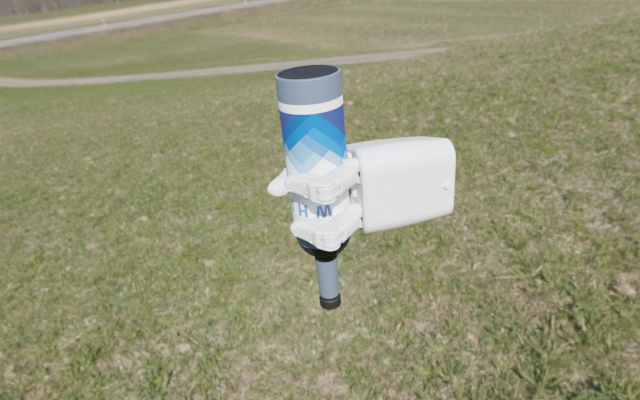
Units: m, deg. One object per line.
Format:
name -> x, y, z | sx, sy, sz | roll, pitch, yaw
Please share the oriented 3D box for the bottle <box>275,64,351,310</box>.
bottle -> 0.000, 0.002, 0.543 | 0.069, 0.296, 0.069 | -4, 28, 2
